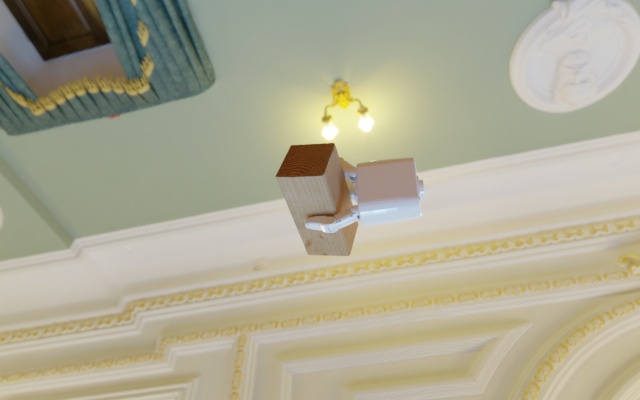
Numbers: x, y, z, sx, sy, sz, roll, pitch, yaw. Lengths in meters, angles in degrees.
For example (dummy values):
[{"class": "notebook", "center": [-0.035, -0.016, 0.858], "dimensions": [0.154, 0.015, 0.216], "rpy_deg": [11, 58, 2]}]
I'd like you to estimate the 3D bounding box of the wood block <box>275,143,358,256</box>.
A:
[{"class": "wood block", "center": [0.000, 0.003, 0.890], "dimensions": [0.090, 0.206, 0.090], "rpy_deg": [0, 44, 21]}]
